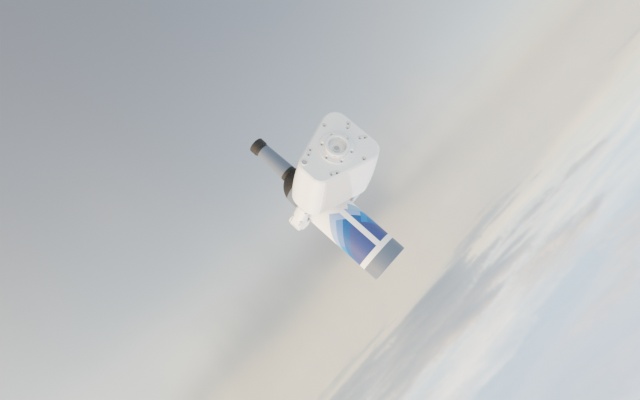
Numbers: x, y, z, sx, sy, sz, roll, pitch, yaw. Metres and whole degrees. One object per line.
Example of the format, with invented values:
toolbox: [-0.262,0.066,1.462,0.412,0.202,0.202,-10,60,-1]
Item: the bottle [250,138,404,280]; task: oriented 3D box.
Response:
bottle: [0.000,0.003,0.767,0.295,0.069,0.069,42,10,11]
